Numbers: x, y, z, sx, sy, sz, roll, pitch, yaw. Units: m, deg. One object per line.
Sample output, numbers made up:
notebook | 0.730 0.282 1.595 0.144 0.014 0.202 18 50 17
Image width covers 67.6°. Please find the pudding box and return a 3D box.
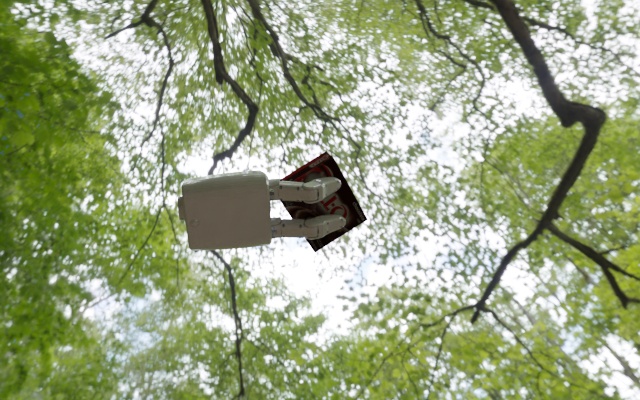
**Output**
pudding box | 0.000 0.002 0.658 0.090 0.113 0.039 -32 28 -1
